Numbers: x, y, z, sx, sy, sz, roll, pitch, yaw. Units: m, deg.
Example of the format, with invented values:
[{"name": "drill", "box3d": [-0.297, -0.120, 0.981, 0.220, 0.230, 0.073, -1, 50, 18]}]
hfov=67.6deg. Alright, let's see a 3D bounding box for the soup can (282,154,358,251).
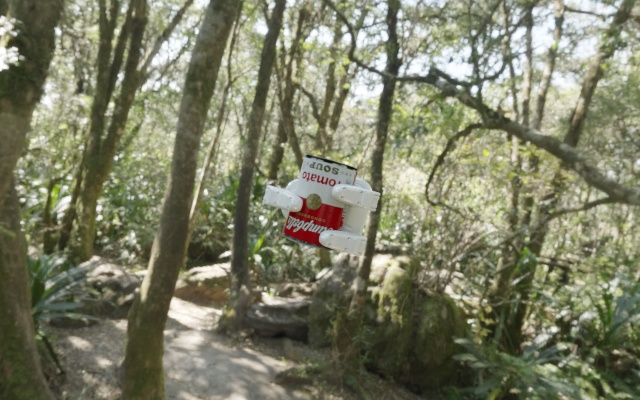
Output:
[{"name": "soup can", "box3d": [0.000, 0.002, 0.574, 0.068, 0.102, 0.068, 16, 3, -1]}]
